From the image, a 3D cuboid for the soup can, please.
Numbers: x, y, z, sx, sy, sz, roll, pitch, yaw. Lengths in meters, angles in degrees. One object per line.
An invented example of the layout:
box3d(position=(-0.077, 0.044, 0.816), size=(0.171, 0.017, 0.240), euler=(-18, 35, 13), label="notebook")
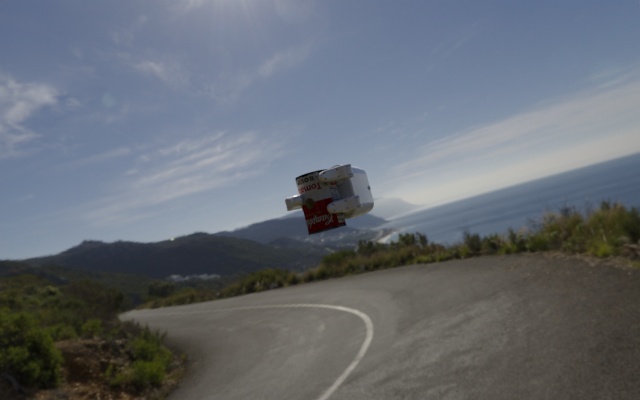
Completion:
box3d(position=(0.000, 0.002, 0.829), size=(0.068, 0.102, 0.068), euler=(-14, -4, -1), label="soup can")
